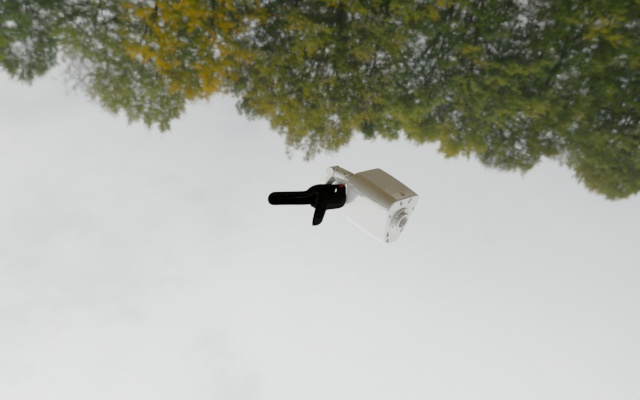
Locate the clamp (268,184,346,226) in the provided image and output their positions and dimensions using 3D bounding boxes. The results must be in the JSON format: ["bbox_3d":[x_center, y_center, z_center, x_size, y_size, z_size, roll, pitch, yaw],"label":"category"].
[{"bbox_3d":[0.000,0.003,0.899,0.171,0.039,0.120,-16,40,-41],"label":"clamp"}]
